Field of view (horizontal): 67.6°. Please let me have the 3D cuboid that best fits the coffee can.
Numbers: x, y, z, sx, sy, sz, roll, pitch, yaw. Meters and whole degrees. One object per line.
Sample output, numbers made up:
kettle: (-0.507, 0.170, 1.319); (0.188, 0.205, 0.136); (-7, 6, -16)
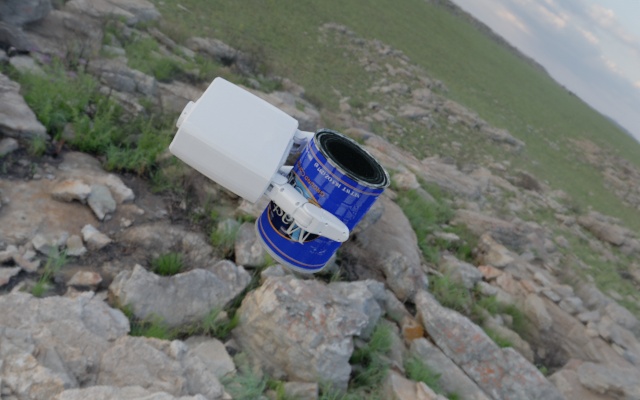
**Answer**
coffee can: (0.000, 0.002, 0.564); (0.103, 0.140, 0.102); (28, 28, -16)
